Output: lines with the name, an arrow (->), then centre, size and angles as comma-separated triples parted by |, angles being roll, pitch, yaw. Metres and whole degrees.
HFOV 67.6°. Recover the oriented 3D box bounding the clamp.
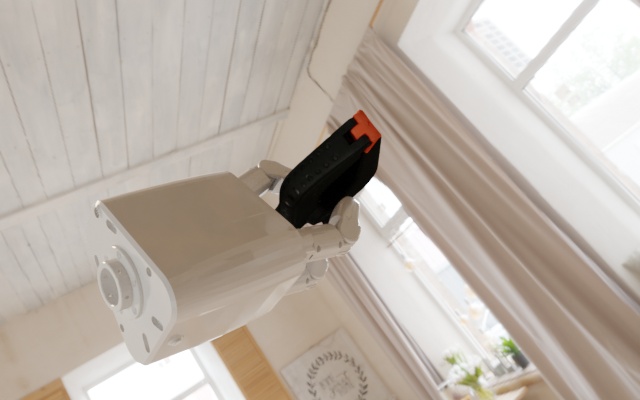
clamp -> 0.000, 0.001, 0.437 | 0.164, 0.036, 0.210 | -15, -27, -45
